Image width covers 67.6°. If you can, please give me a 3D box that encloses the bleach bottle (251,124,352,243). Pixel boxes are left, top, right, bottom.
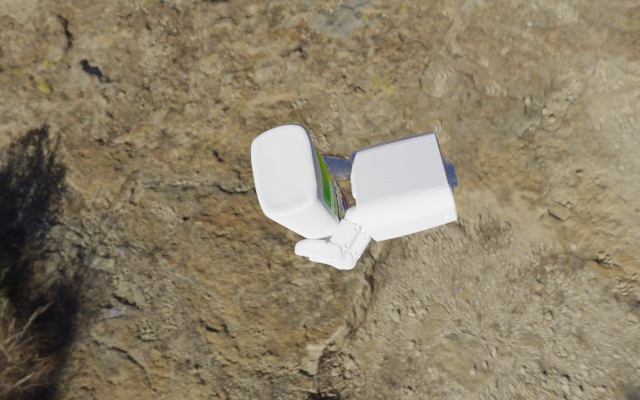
[{"bbox_3d":[0.000,0.002,0.593,0.068,0.102,0.251,-15,-19,14],"label":"bleach bottle"}]
